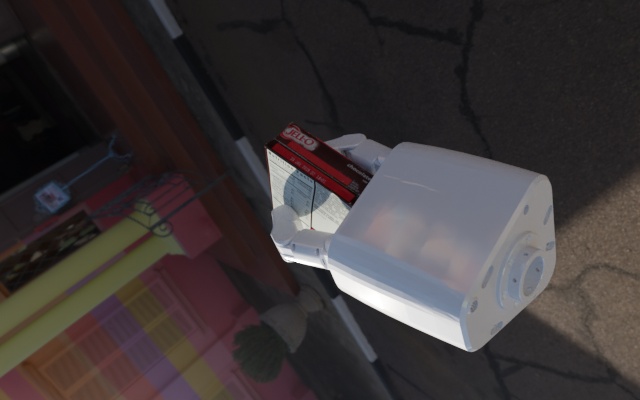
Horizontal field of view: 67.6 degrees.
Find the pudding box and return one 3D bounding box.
[{"bbox_3d":[0.000,0.001,0.401,0.090,0.039,0.114,37,-29,21],"label":"pudding box"}]
